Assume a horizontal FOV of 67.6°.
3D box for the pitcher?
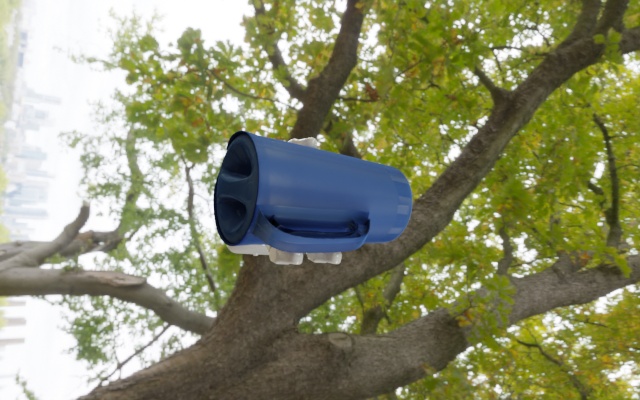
[{"bbox_3d":[0.000,0.002,0.602,0.243,0.149,0.145,6,-16,-32],"label":"pitcher"}]
